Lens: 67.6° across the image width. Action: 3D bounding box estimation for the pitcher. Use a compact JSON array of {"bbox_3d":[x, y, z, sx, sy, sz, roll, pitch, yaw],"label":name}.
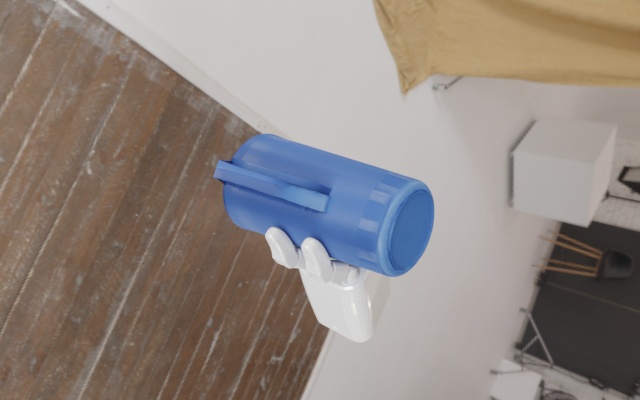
[{"bbox_3d":[0.000,0.002,0.566,0.243,0.145,0.149,17,44,38],"label":"pitcher"}]
